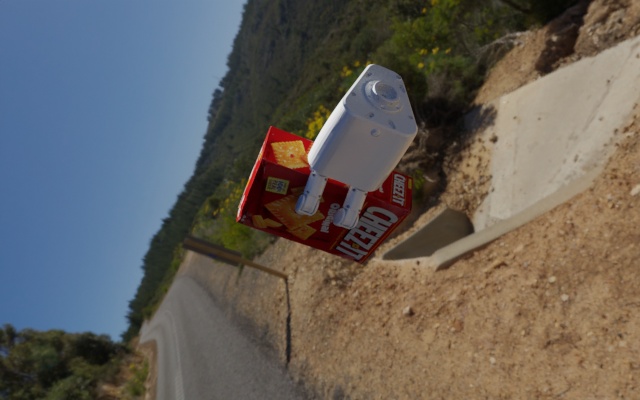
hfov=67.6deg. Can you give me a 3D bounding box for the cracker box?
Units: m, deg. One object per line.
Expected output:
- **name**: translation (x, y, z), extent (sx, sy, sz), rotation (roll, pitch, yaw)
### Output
- **cracker box**: translation (0.000, 0.002, 0.692), extent (0.214, 0.072, 0.164), rotation (20, -38, -11)
